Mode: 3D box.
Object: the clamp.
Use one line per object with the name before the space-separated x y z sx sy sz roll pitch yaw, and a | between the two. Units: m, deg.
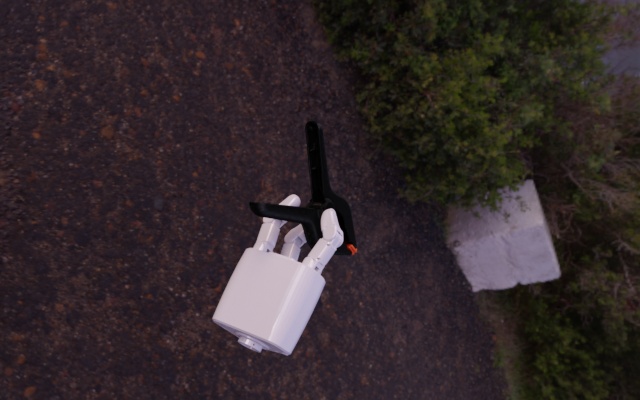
clamp | 0.001 0.003 0.687 0.036 0.164 0.210 5 -32 42
